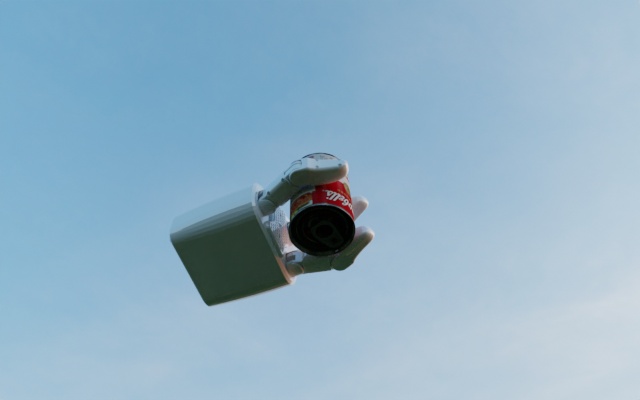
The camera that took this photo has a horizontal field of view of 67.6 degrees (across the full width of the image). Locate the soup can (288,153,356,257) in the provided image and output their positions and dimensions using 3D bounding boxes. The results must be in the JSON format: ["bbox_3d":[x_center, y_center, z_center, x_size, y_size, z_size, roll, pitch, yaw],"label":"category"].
[{"bbox_3d":[0.000,0.001,0.518,0.068,0.069,0.102,0,36,-2],"label":"soup can"}]
